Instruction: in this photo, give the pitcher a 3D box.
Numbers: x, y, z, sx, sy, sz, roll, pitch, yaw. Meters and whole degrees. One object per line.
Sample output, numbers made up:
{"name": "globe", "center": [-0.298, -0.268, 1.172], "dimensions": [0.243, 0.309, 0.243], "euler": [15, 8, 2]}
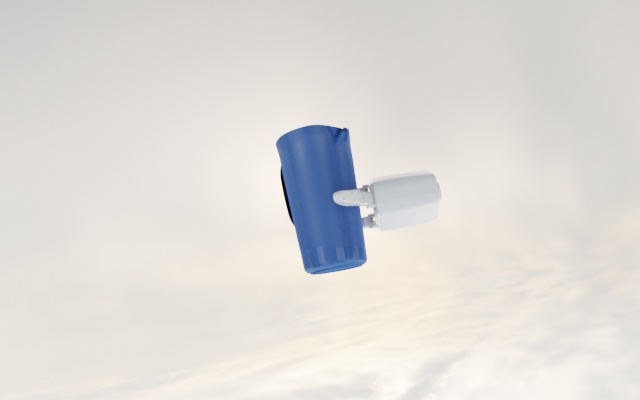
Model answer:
{"name": "pitcher", "center": [0.000, 0.003, 0.830], "dimensions": [0.145, 0.242, 0.149], "euler": [-11, -12, 4]}
